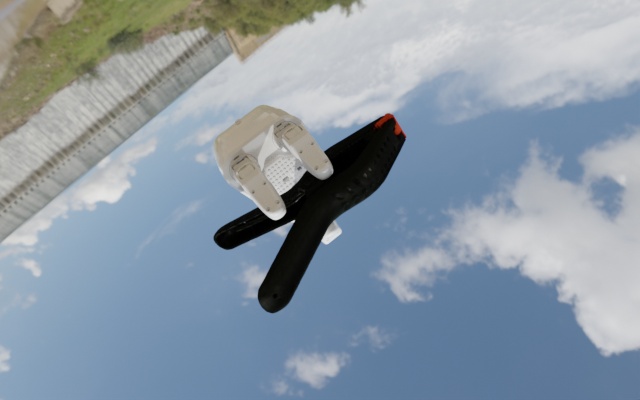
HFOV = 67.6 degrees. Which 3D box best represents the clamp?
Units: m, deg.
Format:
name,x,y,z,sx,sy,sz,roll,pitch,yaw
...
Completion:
name,x,y,z,sx,sy,sz,roll,pitch,yaw
clamp,0.001,0.002,0.426,0.210,0.036,0.164,-39,28,-4
